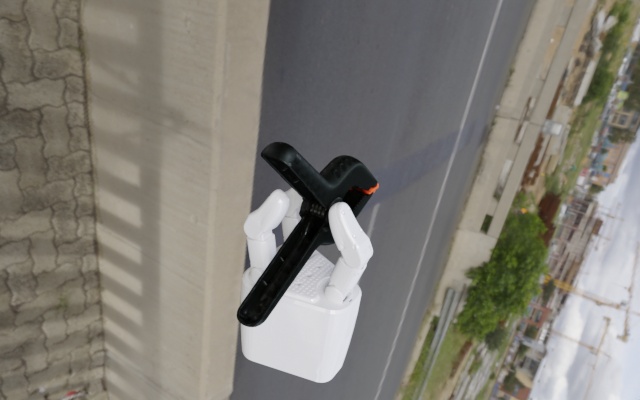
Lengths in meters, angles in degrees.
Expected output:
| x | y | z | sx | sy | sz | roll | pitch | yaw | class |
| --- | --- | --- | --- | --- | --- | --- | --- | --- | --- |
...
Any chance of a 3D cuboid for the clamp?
| x | y | z | sx | sy | sz | roll | pitch | yaw | class |
| --- | --- | --- | --- | --- | --- | --- | --- | --- | --- |
| 0.001 | 0.002 | 0.442 | 0.036 | 0.165 | 0.210 | 25 | 34 | 23 | clamp |
